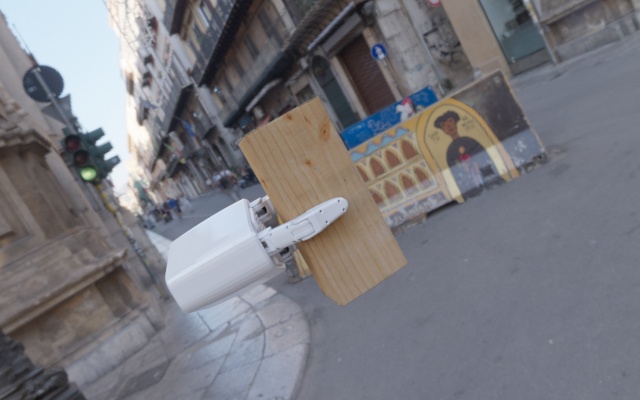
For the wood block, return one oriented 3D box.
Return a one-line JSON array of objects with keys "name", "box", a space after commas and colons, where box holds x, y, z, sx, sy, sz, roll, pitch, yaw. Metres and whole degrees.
[{"name": "wood block", "box": [0.000, 0.002, 0.541, 0.090, 0.206, 0.091, -31, 8, -12]}]
